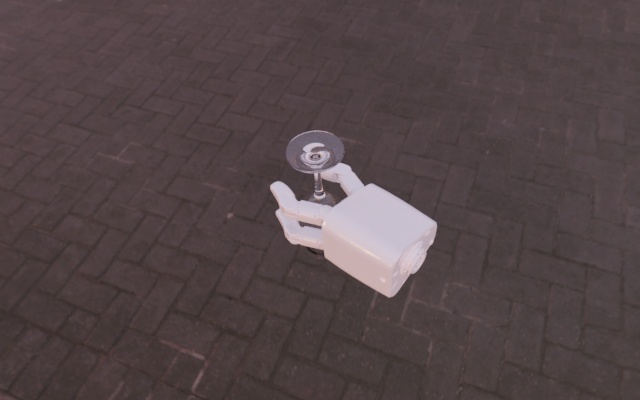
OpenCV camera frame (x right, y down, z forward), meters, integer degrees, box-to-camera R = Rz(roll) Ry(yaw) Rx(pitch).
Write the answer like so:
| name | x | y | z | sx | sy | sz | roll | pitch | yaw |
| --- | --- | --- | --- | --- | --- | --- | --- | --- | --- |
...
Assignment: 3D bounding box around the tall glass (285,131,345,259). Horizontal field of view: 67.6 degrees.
| name | x | y | z | sx | sy | sz | roll | pitch | yaw |
| --- | --- | --- | --- | --- | --- | --- | --- | --- | --- |
| tall glass | 0.000 | 0.002 | 0.669 | 0.079 | 0.079 | 0.201 | 0 | -40 | 5 |
